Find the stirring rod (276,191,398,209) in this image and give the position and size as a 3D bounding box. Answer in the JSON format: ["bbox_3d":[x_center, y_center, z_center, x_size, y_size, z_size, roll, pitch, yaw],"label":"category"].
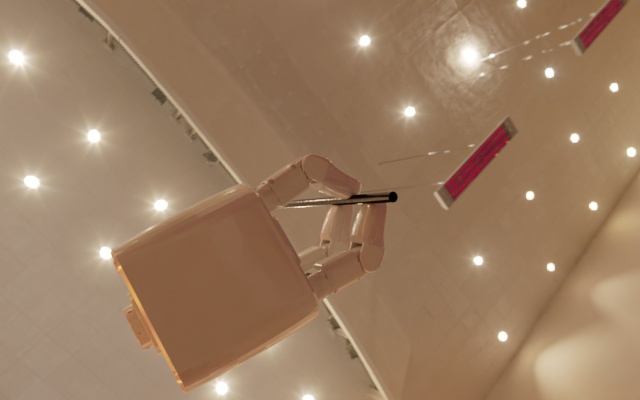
[{"bbox_3d":[0.000,0.001,0.451,0.011,0.011,0.239,0,-2,-26],"label":"stirring rod"}]
